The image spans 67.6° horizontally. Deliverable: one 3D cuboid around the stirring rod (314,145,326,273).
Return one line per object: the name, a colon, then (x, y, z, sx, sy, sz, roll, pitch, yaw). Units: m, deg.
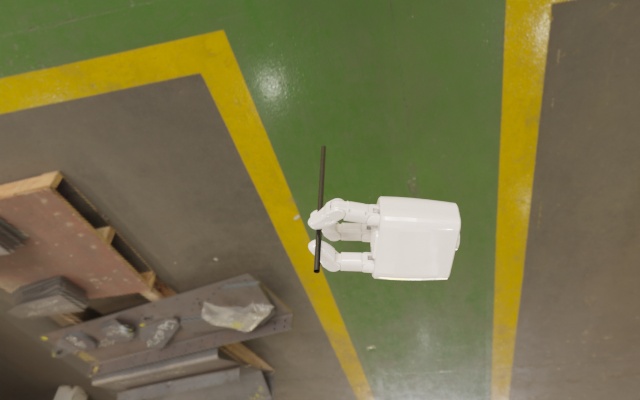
stirring rod: (0.000, 0.002, 0.688, 0.011, 0.239, 0.011, 2, -43, 2)
